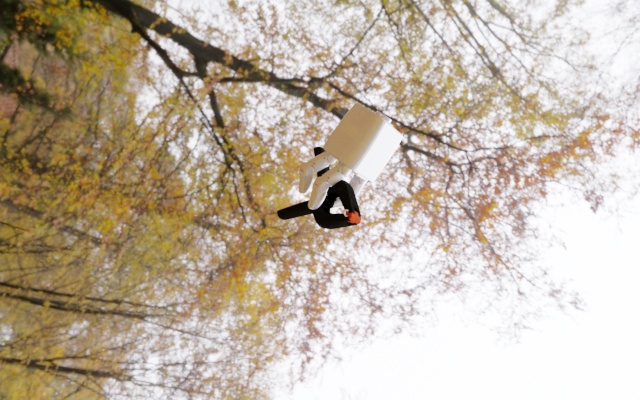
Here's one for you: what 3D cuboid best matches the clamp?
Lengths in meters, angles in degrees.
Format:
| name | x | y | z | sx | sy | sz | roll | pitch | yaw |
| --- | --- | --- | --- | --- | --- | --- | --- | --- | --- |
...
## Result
| name | x | y | z | sx | sy | sz | roll | pitch | yaw |
| --- | --- | --- | --- | --- | --- | --- | --- | --- | --- |
| clamp | 0.001 | 0.003 | 0.893 | 0.036 | 0.164 | 0.210 | 27 | 11 | -39 |
